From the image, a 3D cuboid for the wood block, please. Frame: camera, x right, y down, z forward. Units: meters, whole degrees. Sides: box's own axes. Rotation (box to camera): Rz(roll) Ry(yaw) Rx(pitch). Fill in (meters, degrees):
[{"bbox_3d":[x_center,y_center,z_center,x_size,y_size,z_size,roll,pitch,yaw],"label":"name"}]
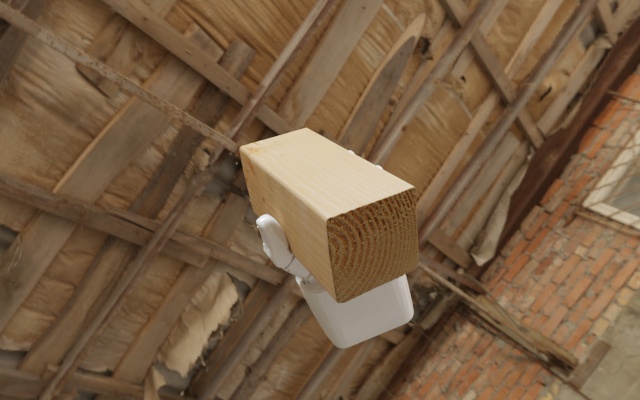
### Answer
[{"bbox_3d":[0.000,0.002,0.492,0.091,0.090,0.206,-20,30,-22],"label":"wood block"}]
